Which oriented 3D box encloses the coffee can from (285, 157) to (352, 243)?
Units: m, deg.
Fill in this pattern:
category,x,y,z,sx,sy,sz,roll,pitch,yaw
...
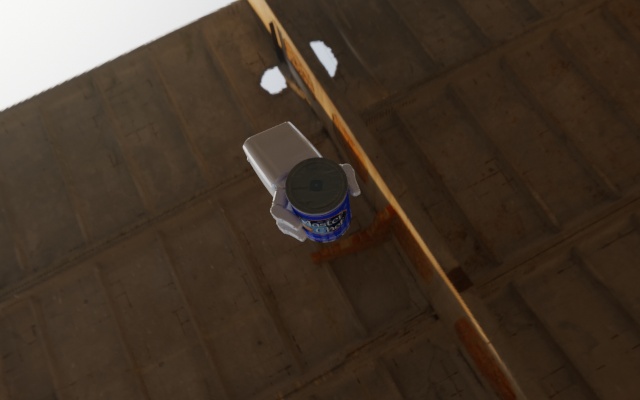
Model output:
category,x,y,z,sx,sy,sz,roll,pitch,yaw
coffee can,0.000,0.003,0.830,0.103,0.102,0.140,0,-24,6
